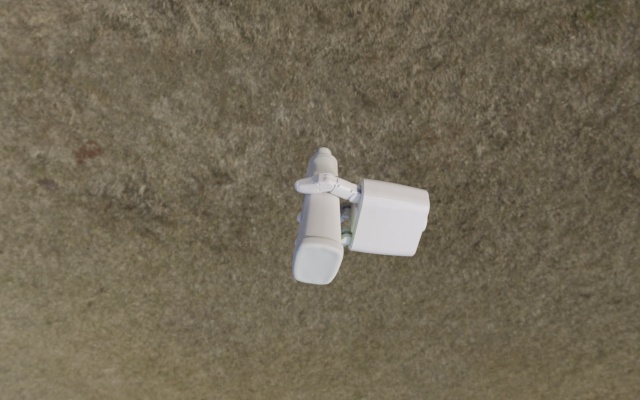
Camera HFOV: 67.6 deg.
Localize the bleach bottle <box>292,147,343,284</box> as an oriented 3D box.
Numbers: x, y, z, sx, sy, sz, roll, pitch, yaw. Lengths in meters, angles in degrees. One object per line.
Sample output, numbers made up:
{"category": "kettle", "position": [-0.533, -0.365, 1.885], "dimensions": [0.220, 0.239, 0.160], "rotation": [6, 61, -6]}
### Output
{"category": "bleach bottle", "position": [0.000, 0.003, 0.761], "dimensions": [0.068, 0.250, 0.103], "rotation": [9, -43, -6]}
